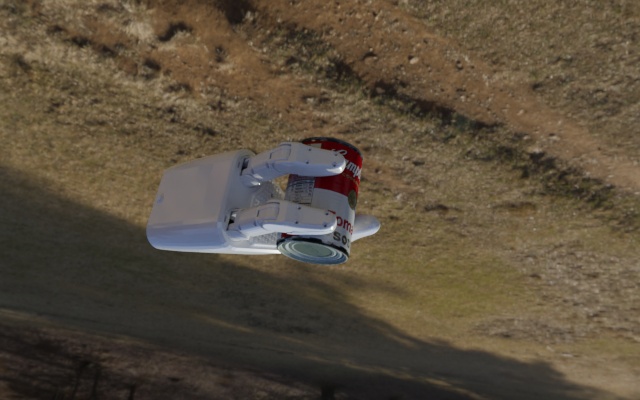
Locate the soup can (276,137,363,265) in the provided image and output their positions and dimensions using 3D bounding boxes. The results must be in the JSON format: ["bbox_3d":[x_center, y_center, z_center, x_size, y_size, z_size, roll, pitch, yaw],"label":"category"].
[{"bbox_3d":[0.001,0.002,0.444,0.068,0.102,0.068,8,-23,4],"label":"soup can"}]
